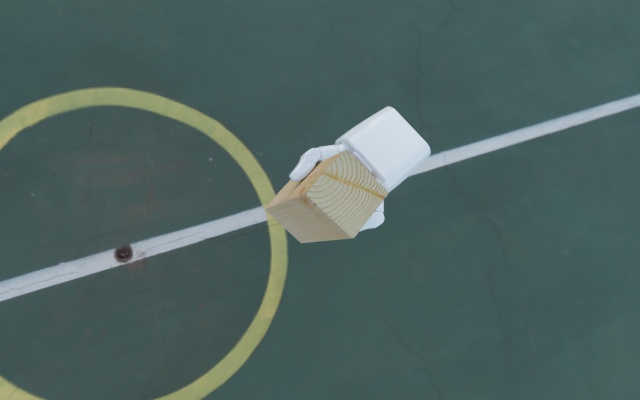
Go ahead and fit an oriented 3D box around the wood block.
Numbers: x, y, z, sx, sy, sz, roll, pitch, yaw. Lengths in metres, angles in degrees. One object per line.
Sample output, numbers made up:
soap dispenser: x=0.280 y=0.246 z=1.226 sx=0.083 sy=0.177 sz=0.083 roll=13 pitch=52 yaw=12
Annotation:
wood block: x=0.000 y=0.002 z=0.735 sx=0.091 sy=0.090 sz=0.206 roll=44 pitch=-20 yaw=-11
